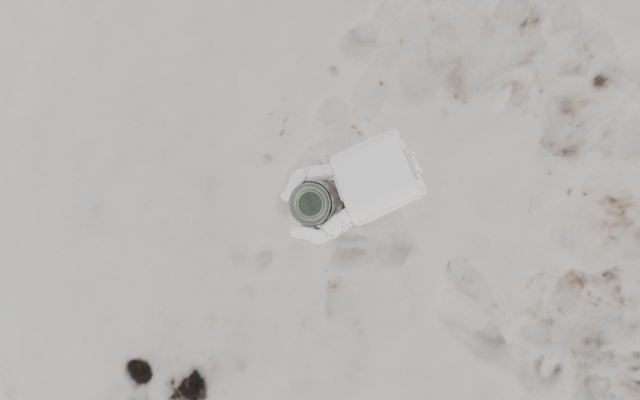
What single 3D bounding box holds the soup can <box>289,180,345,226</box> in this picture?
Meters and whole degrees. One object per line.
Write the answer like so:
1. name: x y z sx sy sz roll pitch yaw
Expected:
1. soup can: 0.000 0.003 0.739 0.068 0.068 0.102 0 3 18
